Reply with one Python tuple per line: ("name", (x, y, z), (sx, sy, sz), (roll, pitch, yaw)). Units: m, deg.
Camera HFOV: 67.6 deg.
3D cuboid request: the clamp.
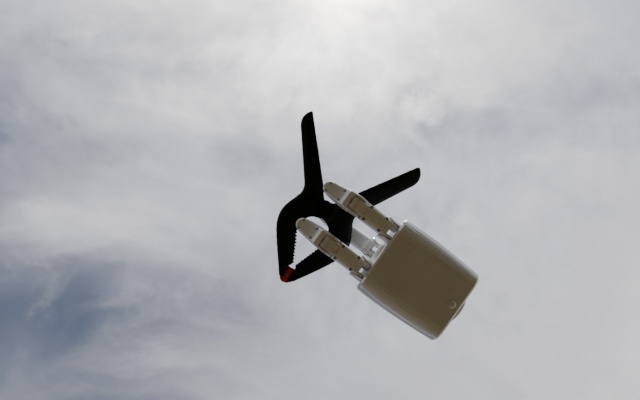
("clamp", (0.000, 0.003, 0.593), (0.164, 0.210, 0.036), (36, -3, 9))
